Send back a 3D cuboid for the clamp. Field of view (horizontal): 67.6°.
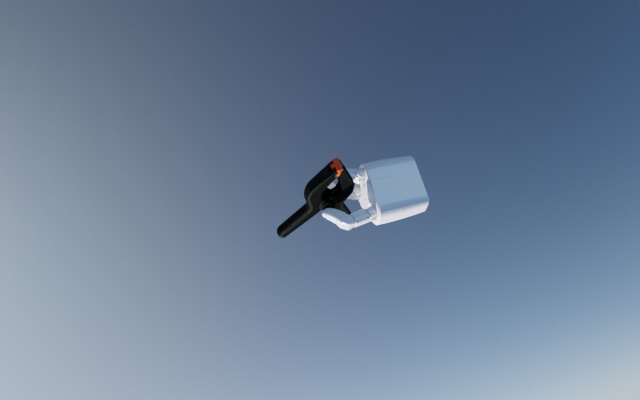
[{"bbox_3d":[0.001,0.003,0.886,0.164,0.036,0.210,-13,-33,-15],"label":"clamp"}]
